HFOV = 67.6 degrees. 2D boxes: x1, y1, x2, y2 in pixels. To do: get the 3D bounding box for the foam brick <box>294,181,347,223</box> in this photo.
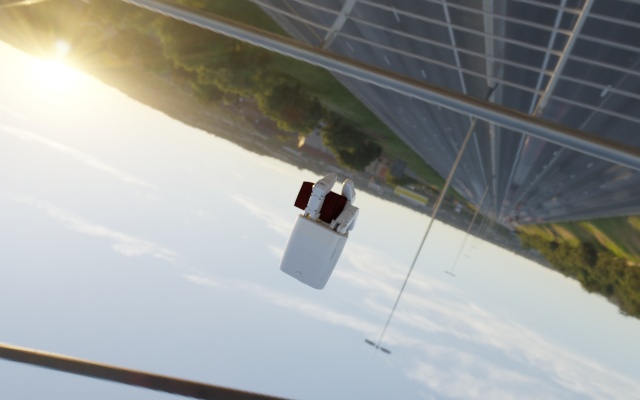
[{"bbox_3d":[0.000,0.003,0.870,0.078,0.051,0.053,25,7,20],"label":"foam brick"}]
